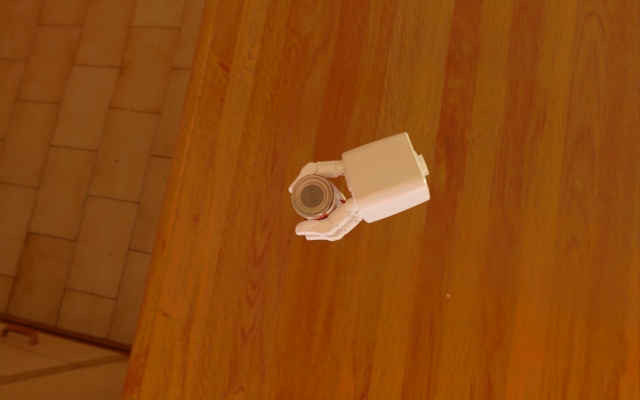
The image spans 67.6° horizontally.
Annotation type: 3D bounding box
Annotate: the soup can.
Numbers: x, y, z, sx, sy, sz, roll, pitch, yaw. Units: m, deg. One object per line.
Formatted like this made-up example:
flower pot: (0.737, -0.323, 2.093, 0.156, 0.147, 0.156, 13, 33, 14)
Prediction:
soup can: (0.000, 0.002, 0.751, 0.068, 0.068, 0.102, 0, -11, 15)
